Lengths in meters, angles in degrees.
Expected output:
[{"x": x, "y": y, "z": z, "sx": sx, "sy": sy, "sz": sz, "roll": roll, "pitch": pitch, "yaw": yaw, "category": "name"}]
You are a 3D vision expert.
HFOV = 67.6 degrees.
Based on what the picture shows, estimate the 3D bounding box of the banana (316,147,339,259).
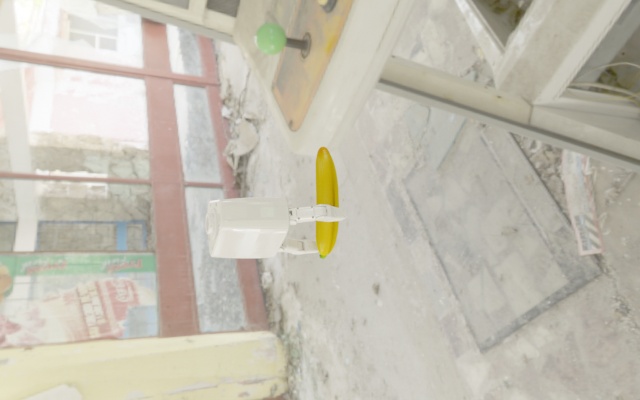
[{"x": 0.007, "y": 0.008, "z": 0.805, "sx": 0.037, "sy": 0.198, "sz": 0.069, "roll": -1, "pitch": 7, "yaw": -22, "category": "banana"}]
